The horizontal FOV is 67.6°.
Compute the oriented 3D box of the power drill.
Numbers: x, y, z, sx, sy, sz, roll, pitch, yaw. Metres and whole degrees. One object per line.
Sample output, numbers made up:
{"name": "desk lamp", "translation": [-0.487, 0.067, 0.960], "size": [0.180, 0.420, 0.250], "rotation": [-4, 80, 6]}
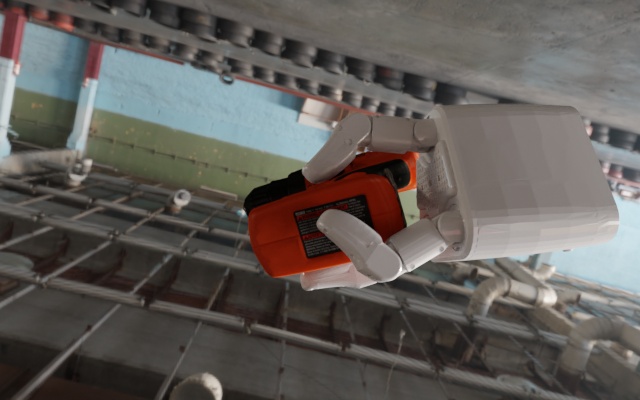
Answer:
{"name": "power drill", "translation": [0.000, 0.001, 0.409], "size": [0.184, 0.057, 0.187], "rotation": [-17, 12, 12]}
